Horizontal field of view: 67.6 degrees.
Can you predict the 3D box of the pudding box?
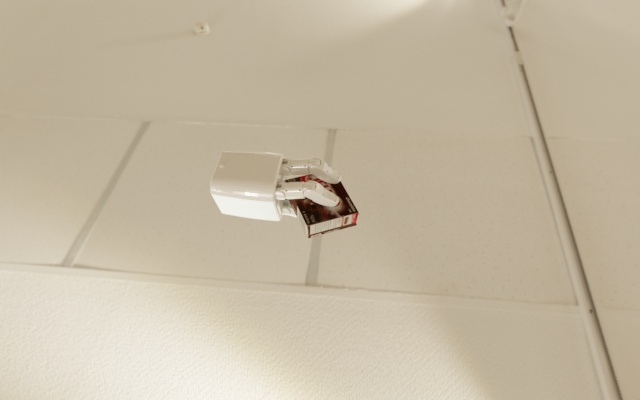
[{"bbox_3d":[0.000,0.003,0.795,0.090,0.113,0.039,-15,-39,-15],"label":"pudding box"}]
